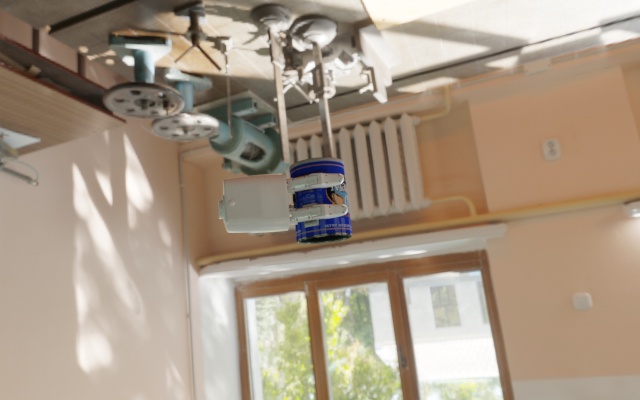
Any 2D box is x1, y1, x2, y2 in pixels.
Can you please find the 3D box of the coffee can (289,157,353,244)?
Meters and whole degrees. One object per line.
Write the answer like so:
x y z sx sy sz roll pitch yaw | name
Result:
0.000 0.003 0.872 0.103 0.140 0.103 -6 -12 -1 | coffee can
